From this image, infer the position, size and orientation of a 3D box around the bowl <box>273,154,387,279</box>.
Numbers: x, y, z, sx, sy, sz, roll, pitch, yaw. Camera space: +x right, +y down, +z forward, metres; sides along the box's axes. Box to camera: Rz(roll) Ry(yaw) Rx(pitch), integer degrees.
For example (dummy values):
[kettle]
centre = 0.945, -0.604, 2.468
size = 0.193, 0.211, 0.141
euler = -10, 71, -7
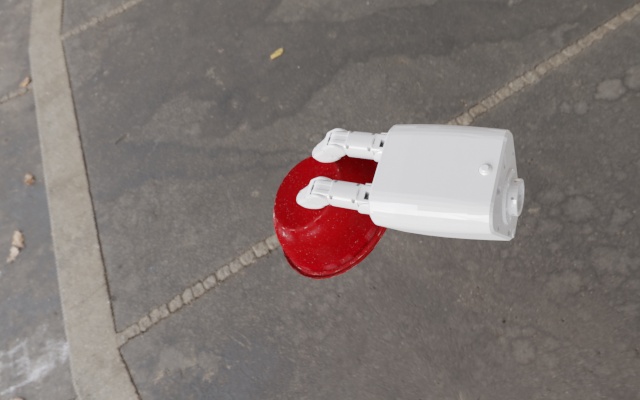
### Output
[bowl]
centre = -0.001, 0.002, 0.531
size = 0.162, 0.162, 0.055
euler = 0, -26, 44
